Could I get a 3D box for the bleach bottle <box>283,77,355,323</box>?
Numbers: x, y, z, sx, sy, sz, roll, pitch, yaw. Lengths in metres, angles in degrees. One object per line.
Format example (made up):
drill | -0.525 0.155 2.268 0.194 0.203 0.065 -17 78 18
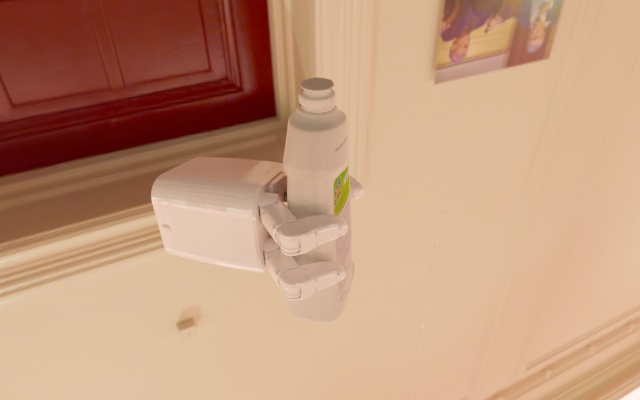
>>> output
bleach bottle | 0.000 0.002 0.470 0.068 0.251 0.102 8 36 11
